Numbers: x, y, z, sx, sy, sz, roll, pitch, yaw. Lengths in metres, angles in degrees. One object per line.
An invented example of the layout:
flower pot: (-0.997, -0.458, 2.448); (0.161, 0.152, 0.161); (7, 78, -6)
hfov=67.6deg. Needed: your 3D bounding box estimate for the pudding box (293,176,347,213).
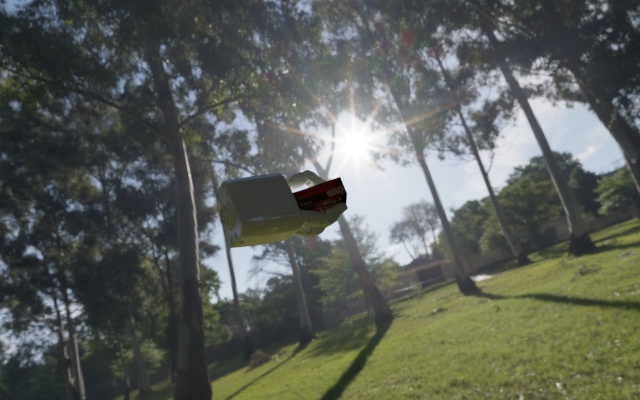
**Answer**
pudding box: (0.000, 0.003, 0.852); (0.090, 0.039, 0.113); (-18, -14, -3)
